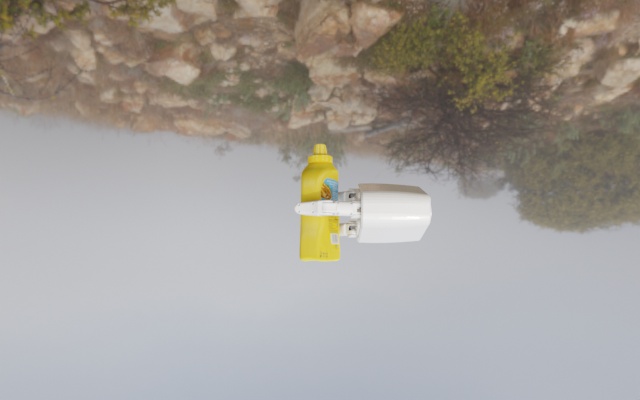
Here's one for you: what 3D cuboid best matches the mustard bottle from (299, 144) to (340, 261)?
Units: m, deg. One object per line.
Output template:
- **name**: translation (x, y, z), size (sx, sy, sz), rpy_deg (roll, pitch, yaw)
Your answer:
- **mustard bottle**: translation (0.000, 0.003, 0.781), size (0.058, 0.191, 0.096), rpy_deg (-2, -6, 24)
